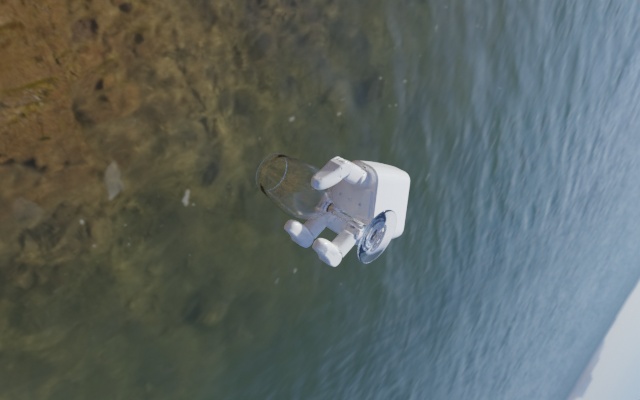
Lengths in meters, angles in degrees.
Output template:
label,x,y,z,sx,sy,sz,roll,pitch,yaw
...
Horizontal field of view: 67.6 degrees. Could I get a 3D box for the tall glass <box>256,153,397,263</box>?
label,x,y,z,sx,sy,sz,roll,pitch,yaw
tall glass,0.001,0.002,0.640,0.201,0.079,0.079,31,18,33
